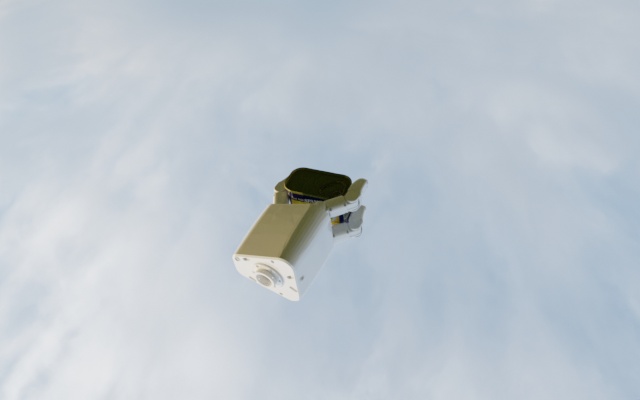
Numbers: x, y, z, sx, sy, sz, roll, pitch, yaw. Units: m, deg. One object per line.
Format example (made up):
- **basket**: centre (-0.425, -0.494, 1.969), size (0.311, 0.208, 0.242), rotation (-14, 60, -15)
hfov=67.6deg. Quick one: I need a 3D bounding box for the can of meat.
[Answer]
- **can of meat**: centre (0.000, 0.003, 0.756), size (0.102, 0.084, 0.057), rotation (12, 46, 20)
